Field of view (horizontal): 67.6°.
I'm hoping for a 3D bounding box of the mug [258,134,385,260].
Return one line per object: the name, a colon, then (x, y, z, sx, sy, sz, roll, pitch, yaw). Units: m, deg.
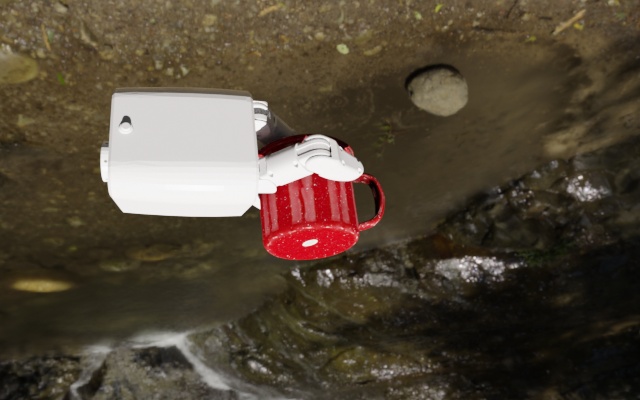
mug: (0.001, 0.002, 0.419, 0.117, 0.081, 0.093, 0, -26, -16)
